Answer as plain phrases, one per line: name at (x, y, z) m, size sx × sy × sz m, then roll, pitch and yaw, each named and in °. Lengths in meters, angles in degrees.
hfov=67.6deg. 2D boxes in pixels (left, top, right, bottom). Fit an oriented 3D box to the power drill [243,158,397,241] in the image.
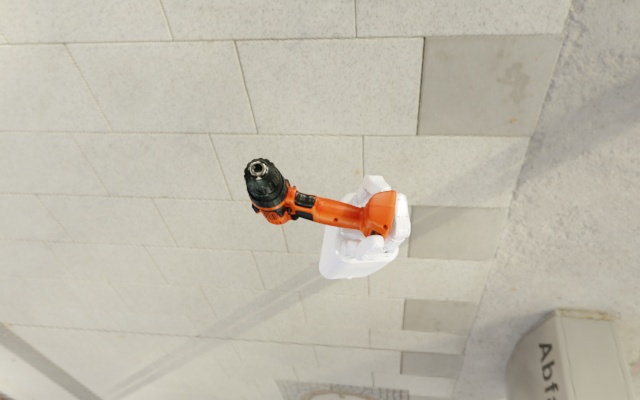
power drill at (0.001, 0.002, 0.618) m, size 0.187 × 0.057 × 0.184 m, roll 12°, pitch -14°, yaw 6°
